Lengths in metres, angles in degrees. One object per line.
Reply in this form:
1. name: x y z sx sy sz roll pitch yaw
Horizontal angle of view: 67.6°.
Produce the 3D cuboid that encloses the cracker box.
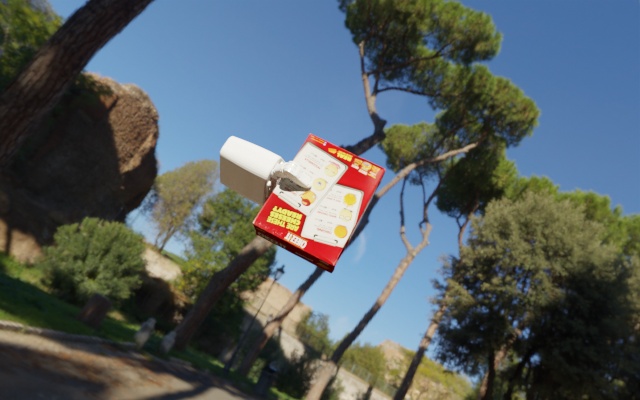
1. cracker box: 0.000 0.003 0.890 0.164 0.213 0.072 26 -21 10
